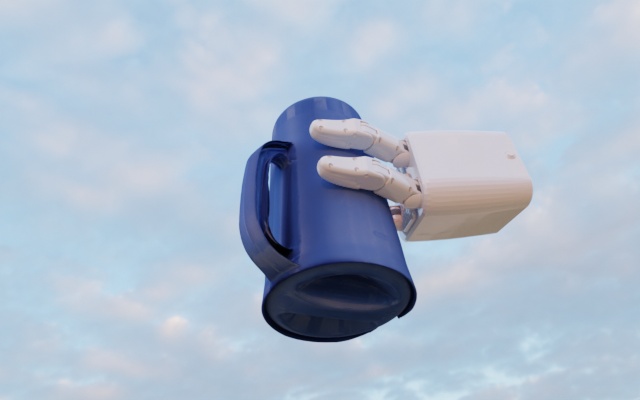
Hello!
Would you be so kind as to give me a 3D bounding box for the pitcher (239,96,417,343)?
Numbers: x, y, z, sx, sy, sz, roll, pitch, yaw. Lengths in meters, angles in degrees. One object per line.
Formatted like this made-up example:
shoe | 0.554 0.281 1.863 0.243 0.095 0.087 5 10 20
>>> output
pitcher | 0.000 0.002 0.475 0.145 0.242 0.149 -3 -42 -4
